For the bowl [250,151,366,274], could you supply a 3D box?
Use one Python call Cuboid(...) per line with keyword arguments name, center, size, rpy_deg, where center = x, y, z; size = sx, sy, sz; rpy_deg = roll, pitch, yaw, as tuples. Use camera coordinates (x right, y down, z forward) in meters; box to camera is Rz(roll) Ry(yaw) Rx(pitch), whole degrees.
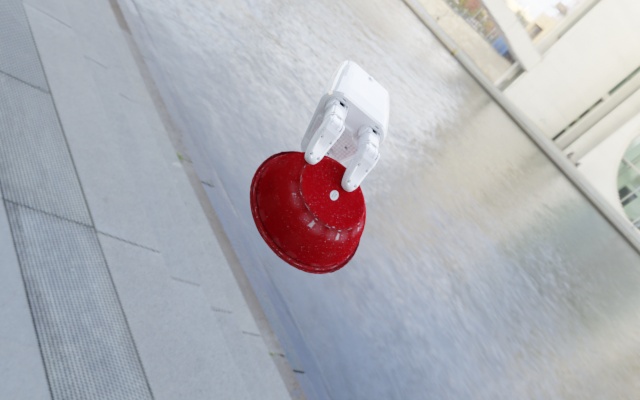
Cuboid(name="bowl", center=(0.000, 0.003, 0.564), size=(0.162, 0.162, 0.055), rpy_deg=(0, -23, -37))
